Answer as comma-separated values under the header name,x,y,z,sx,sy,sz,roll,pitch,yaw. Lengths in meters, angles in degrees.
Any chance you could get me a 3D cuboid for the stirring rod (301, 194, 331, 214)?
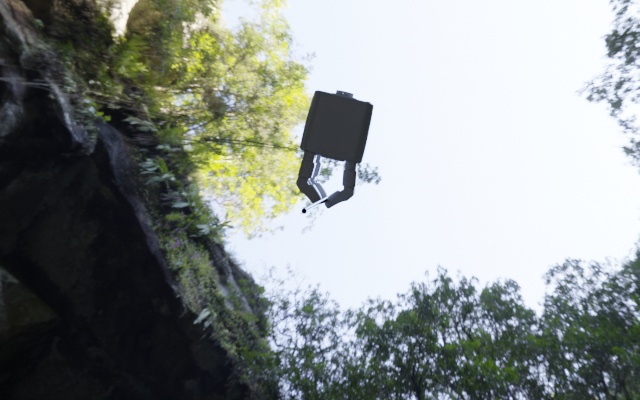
name,x,y,z,sx,sy,sz,roll,pitch,yaw
stirring rod,0.000,0.003,0.816,0.011,0.011,0.239,0,6,12
